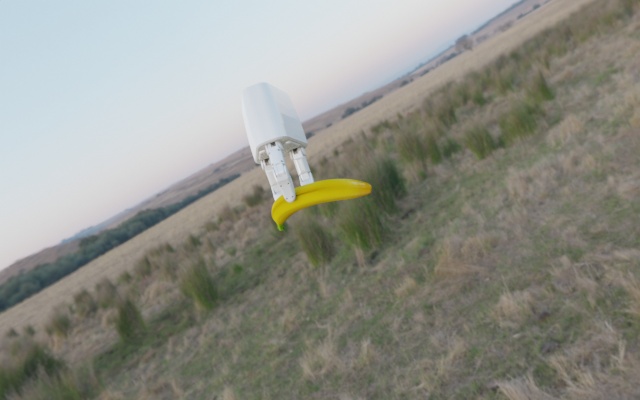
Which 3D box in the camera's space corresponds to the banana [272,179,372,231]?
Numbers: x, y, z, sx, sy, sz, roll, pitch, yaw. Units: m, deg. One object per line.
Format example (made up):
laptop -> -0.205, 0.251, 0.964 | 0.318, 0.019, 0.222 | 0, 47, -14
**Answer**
banana -> -0.014, -0.002, 0.795 | 0.198, 0.037, 0.070 | -22, -31, 30
